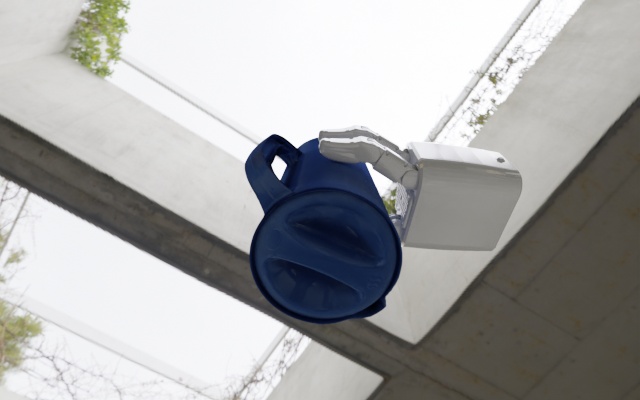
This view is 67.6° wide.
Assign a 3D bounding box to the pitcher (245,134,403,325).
[{"bbox_3d":[0.000,0.002,0.515,0.145,0.149,0.242,5,22,-2],"label":"pitcher"}]
